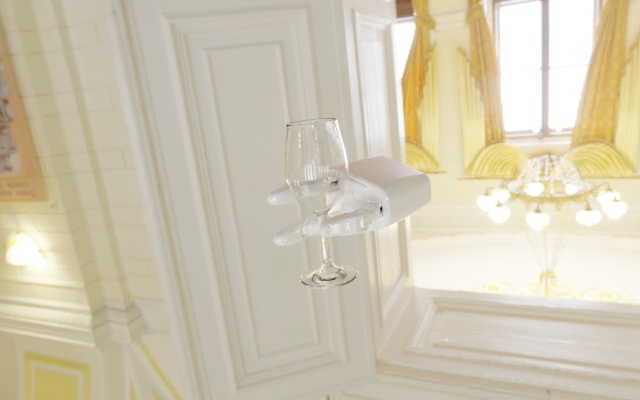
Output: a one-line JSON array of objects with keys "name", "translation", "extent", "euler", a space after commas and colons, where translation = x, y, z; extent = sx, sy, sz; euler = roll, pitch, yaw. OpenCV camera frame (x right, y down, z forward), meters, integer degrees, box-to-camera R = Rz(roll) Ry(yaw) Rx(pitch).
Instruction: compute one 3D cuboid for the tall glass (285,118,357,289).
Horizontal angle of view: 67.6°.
[{"name": "tall glass", "translation": [0.000, 0.003, 0.592], "extent": [0.079, 0.201, 0.079], "euler": [-6, 15, 2]}]
